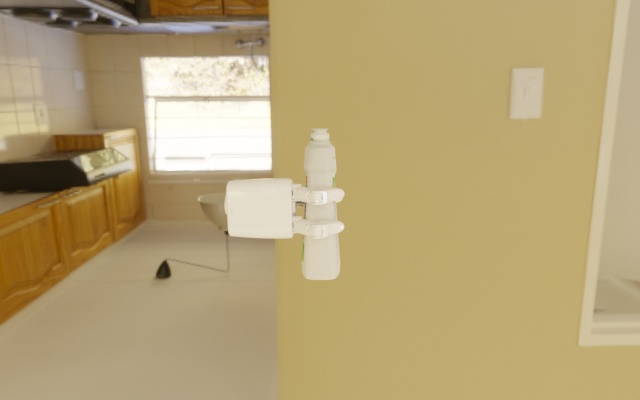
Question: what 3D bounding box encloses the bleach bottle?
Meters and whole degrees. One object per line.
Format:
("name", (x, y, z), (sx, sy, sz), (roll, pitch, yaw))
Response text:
("bleach bottle", (0.000, 0.003, 0.821), (0.068, 0.251, 0.102), (0, 12, 1))
